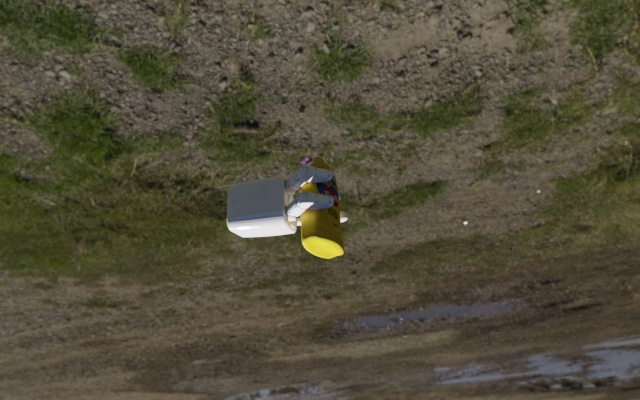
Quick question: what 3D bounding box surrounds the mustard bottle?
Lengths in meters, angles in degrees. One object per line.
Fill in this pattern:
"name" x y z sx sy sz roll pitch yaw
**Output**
"mustard bottle" 0.000 0.003 0.871 0.058 0.191 0.096 -21 -35 27
